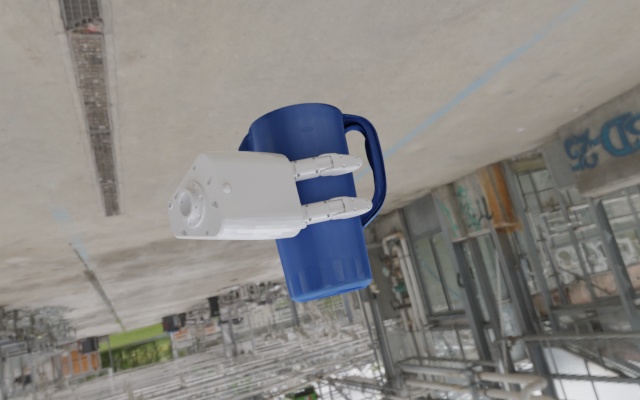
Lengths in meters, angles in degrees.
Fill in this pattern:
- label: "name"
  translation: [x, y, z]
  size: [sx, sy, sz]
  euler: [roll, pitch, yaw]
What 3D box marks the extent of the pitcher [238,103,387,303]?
- label: "pitcher"
  translation: [0.000, 0.002, 0.632]
  size: [0.145, 0.242, 0.149]
  euler: [0, -18, -45]
